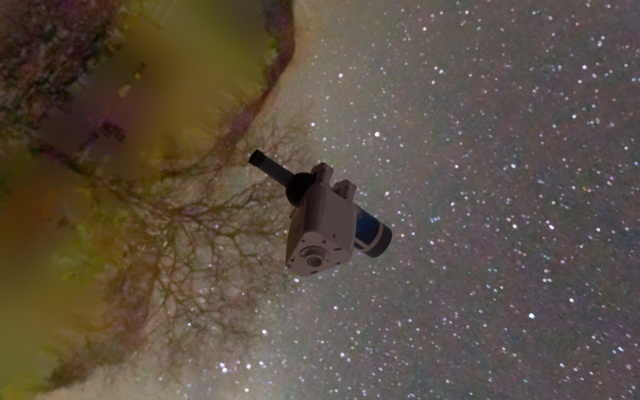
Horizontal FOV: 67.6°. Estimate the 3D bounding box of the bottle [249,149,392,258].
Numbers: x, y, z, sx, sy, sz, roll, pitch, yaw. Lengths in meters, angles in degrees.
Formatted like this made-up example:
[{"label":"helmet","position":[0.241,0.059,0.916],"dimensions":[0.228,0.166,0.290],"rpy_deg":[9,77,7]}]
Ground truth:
[{"label":"bottle","position":[0.000,0.003,0.850],"dimensions":[0.296,0.069,0.069],"rpy_deg":[35,-14,-22]}]
